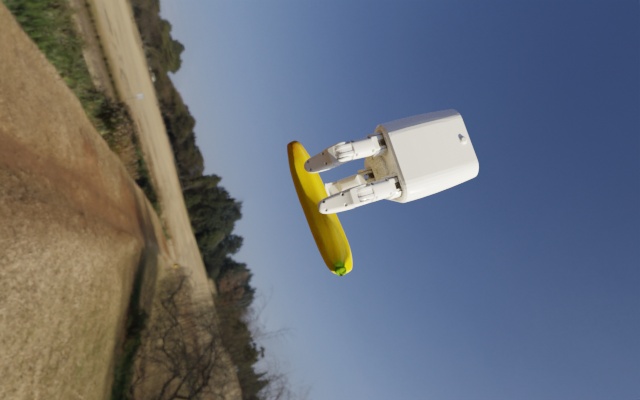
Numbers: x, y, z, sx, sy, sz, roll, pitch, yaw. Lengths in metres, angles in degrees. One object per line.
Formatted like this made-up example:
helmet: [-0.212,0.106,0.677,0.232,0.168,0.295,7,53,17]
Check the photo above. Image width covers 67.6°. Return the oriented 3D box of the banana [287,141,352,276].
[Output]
banana: [0.001,0.015,0.587,0.037,0.197,0.070,-17,-32,-11]
